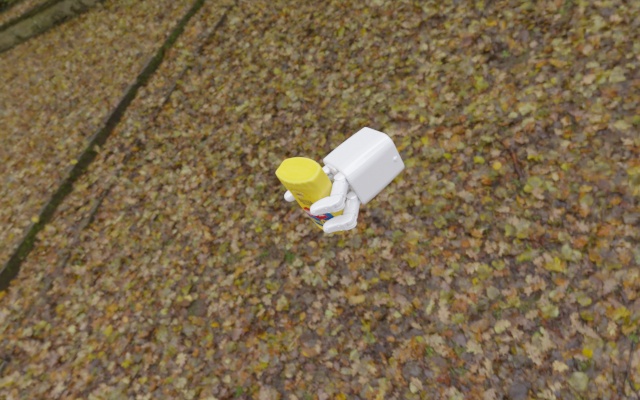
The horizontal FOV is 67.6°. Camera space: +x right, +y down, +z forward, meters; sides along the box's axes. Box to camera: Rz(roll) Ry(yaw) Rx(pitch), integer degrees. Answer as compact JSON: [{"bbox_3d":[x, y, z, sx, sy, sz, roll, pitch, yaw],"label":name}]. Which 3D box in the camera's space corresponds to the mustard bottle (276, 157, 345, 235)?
[{"bbox_3d":[0.000,0.003,0.883,0.096,0.058,0.192,12,-29,39],"label":"mustard bottle"}]
